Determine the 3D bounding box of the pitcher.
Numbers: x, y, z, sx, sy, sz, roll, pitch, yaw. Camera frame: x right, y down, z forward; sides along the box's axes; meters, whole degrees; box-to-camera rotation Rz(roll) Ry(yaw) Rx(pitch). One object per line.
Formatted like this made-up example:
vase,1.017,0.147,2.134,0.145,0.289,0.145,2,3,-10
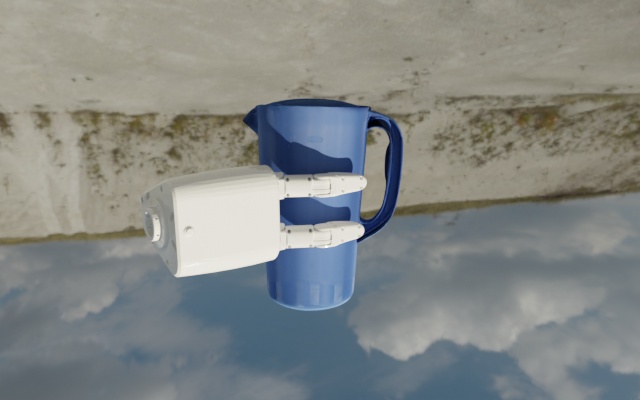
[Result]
pitcher,0.000,0.002,0.573,0.145,0.243,0.149,-9,16,-37
